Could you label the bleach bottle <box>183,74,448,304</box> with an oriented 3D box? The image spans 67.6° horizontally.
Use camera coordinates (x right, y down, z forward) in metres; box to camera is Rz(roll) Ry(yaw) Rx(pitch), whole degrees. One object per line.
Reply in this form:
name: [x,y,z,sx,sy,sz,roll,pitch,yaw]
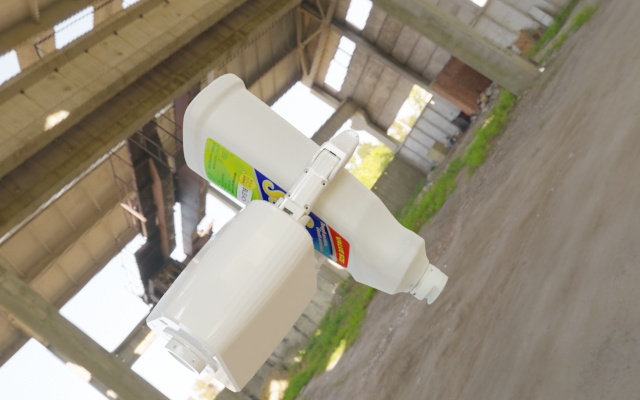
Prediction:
bleach bottle: [0.000,0.001,0.413,0.251,0.068,0.103,35,-31,6]
